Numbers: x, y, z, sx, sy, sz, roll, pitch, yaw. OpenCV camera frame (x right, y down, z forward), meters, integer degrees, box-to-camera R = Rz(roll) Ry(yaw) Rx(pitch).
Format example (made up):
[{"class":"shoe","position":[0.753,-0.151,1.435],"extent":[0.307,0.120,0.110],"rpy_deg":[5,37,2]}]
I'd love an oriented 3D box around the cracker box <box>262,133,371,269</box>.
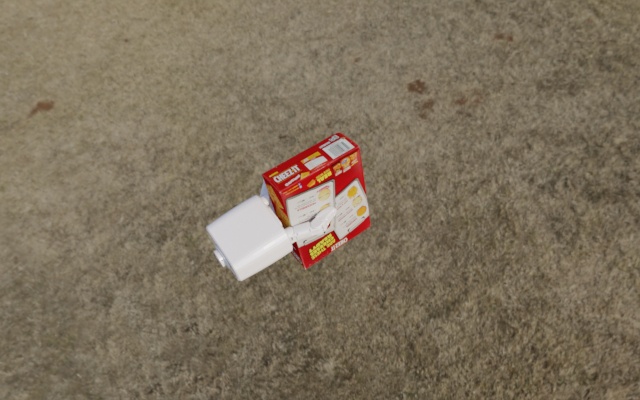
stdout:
[{"class":"cracker box","position":[0.000,0.003,0.878],"extent":[0.164,0.214,0.072],"rpy_deg":[-32,48,-17]}]
